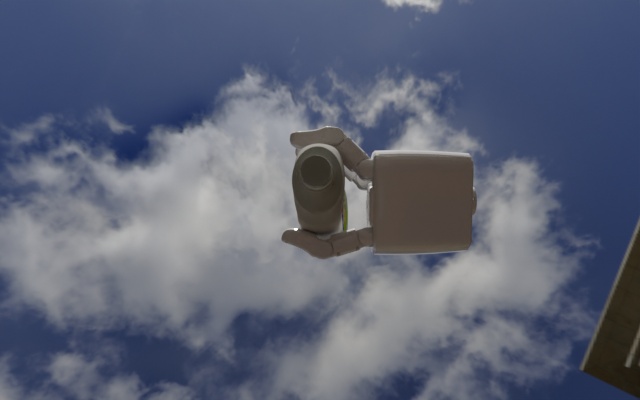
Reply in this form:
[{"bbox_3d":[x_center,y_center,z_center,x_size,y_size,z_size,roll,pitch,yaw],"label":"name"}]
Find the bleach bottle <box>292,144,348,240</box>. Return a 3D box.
[{"bbox_3d":[0.000,0.002,0.552,0.068,0.102,0.251,1,-9,2],"label":"bleach bottle"}]
